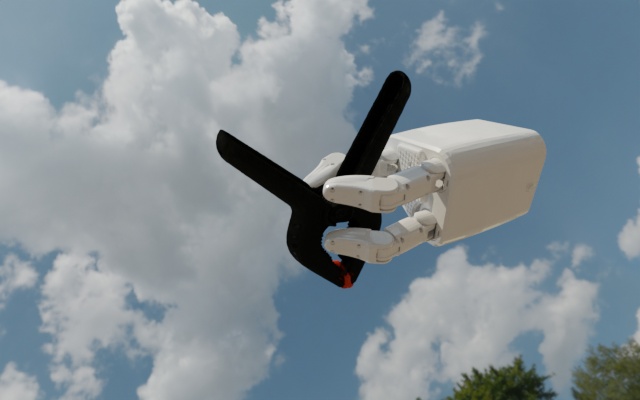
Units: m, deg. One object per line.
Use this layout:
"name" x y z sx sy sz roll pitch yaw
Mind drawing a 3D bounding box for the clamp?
"clamp" 0.000 0.001 0.420 0.164 0.210 0.036 -16 38 -19
